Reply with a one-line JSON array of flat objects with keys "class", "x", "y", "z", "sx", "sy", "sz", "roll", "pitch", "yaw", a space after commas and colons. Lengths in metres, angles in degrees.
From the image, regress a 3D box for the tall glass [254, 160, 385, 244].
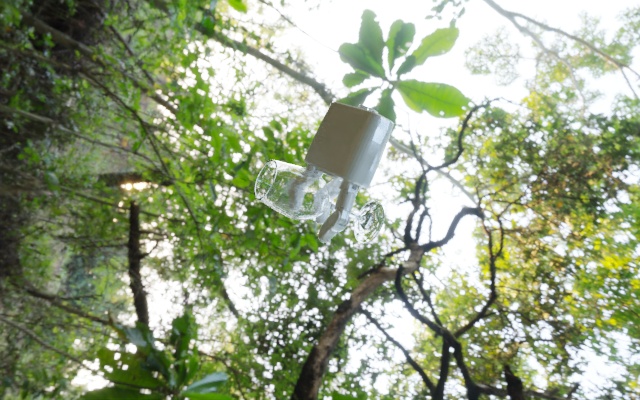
[{"class": "tall glass", "x": 0.001, "y": 0.003, "z": 0.734, "sx": 0.201, "sy": 0.079, "sz": 0.079, "roll": 22, "pitch": -11, "yaw": -30}]
